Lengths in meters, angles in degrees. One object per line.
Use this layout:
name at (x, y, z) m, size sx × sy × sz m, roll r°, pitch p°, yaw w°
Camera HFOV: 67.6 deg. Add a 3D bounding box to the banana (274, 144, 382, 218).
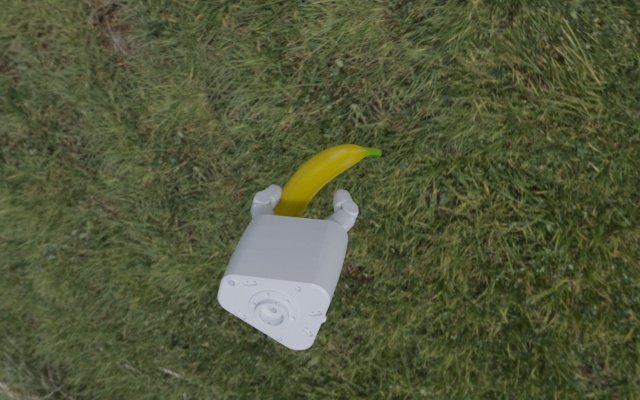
banana at (-0.012, -0.010, 0.614) m, size 0.070 × 0.198 × 0.037 m, roll 36°, pitch 28°, yaw -21°
